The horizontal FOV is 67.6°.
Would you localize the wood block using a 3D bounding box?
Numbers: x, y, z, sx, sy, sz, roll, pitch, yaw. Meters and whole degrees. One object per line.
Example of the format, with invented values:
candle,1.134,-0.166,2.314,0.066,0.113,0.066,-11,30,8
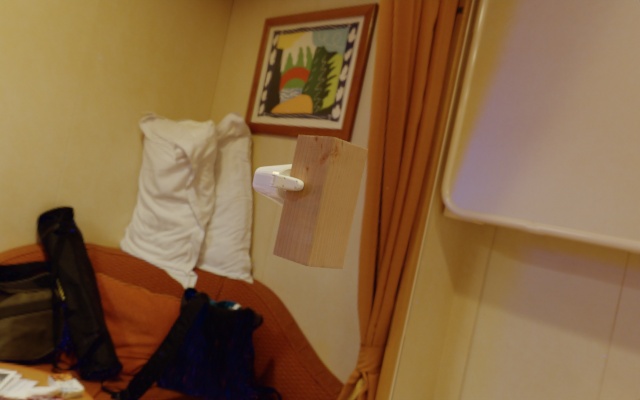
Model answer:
wood block,0.000,0.002,0.801,0.090,0.206,0.091,12,0,44
